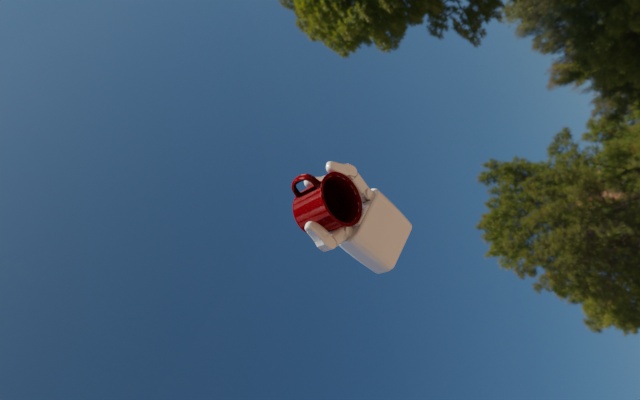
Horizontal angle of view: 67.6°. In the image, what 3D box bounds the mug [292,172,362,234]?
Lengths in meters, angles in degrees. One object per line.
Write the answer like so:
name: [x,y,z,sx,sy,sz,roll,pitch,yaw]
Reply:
mug: [-0.001,0.002,0.783,0.117,0.093,0.081,42,-43,-23]
